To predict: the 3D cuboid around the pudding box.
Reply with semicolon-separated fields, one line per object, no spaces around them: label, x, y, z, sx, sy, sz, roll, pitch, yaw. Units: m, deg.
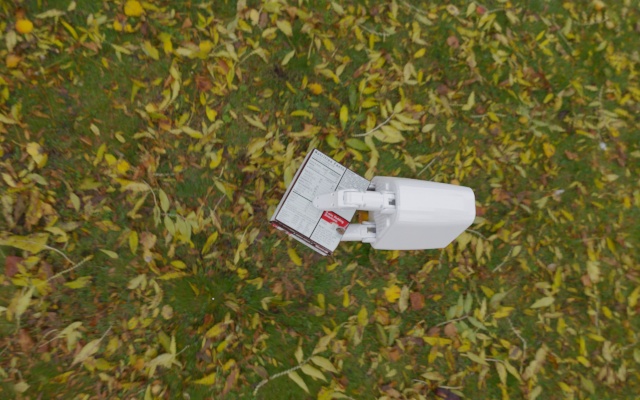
pudding box;0.000;0.002;0.613;0.090;0.113;0.039;31;-17;-7
